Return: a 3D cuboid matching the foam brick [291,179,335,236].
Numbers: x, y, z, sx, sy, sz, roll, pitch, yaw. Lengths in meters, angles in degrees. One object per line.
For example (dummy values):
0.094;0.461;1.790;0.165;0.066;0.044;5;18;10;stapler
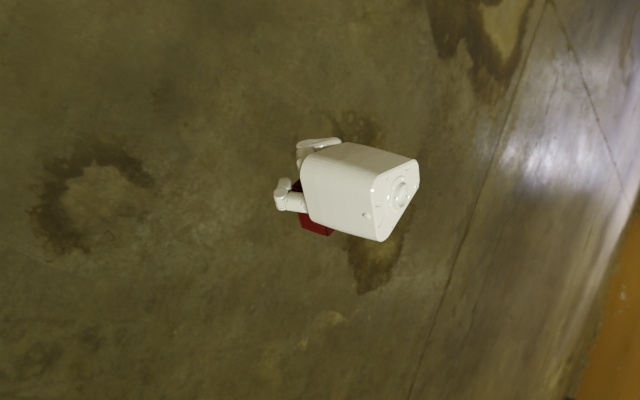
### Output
0.000;0.002;0.679;0.051;0.078;0.053;16;44;34;foam brick
